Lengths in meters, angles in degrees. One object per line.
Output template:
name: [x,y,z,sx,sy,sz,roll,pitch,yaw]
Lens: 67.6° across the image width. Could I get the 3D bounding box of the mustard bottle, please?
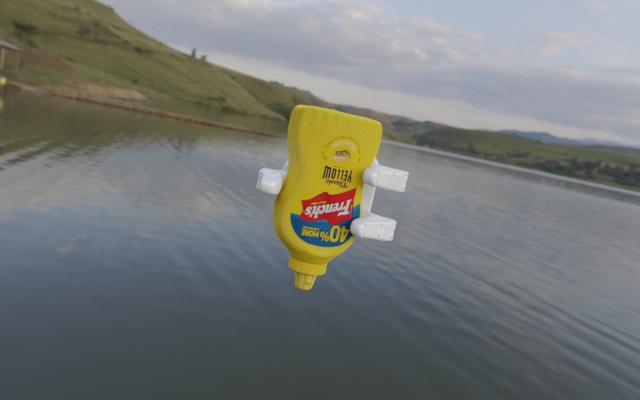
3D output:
mustard bottle: [0.000,0.001,0.507,0.096,0.191,0.058,8,10,-27]
